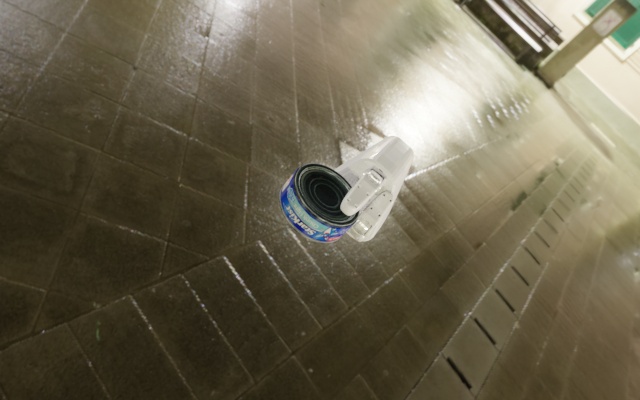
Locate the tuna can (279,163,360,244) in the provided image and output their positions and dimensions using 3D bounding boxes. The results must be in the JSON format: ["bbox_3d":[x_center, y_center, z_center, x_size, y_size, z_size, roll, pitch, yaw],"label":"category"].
[{"bbox_3d":[0.000,0.001,0.517,0.086,0.086,0.034,0,-35,-40],"label":"tuna can"}]
